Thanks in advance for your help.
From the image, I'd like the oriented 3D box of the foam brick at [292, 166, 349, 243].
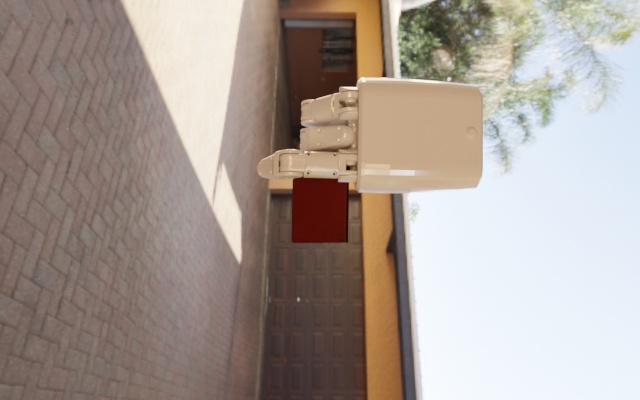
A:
[{"bbox_3d":[0.000,0.002,0.443,0.051,0.078,0.053,1,-4,-1],"label":"foam brick"}]
